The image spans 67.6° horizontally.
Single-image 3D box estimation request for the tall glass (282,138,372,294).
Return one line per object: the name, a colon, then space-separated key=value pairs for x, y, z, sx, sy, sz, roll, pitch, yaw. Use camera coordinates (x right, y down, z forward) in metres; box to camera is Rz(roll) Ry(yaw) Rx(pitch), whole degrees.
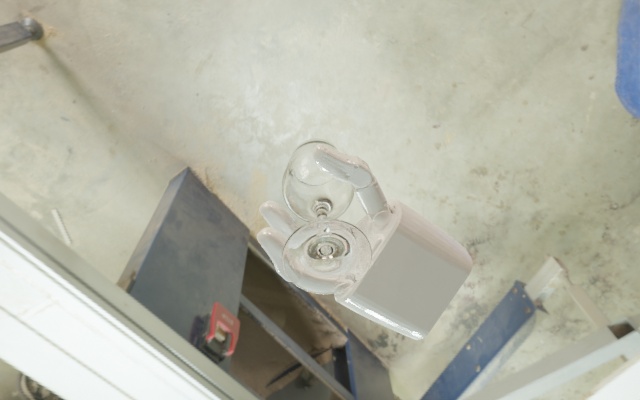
tall glass: x=0.000 y=0.002 z=0.477 sx=0.079 sy=0.079 sz=0.201 roll=0 pitch=28 yaw=-4
